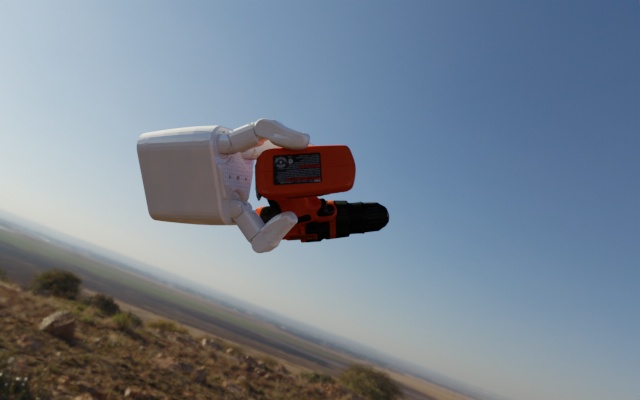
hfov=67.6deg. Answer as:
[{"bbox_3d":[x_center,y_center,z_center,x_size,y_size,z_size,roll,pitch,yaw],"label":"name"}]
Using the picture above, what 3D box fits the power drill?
[{"bbox_3d":[0.000,0.002,0.577,0.184,0.057,0.188,-5,-24,-2],"label":"power drill"}]
